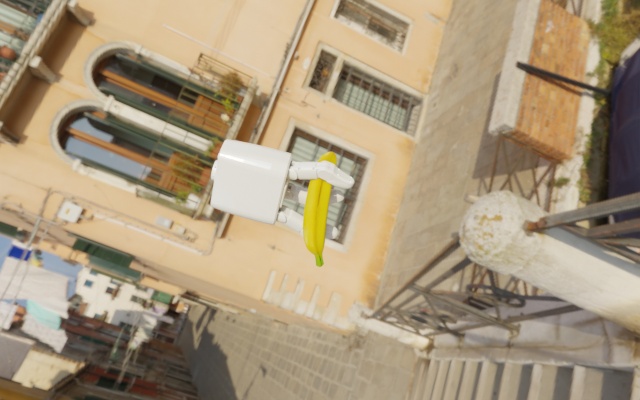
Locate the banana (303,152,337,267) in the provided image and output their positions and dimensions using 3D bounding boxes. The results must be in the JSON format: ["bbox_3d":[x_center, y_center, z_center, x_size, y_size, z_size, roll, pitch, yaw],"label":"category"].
[{"bbox_3d":[-0.002,-0.002,0.742,0.037,0.197,0.070,6,-23,7],"label":"banana"}]
